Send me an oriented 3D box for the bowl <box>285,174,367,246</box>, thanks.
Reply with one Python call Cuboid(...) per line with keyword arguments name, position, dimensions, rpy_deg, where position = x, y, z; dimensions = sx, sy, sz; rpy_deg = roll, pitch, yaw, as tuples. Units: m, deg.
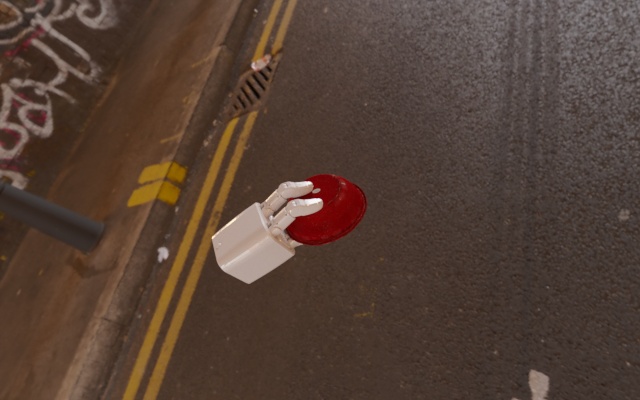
Cuboid(name="bowl", position=(0.001, 0.002, 0.867), dimensions=(0.162, 0.162, 0.055), rpy_deg=(0, -44, 26))
